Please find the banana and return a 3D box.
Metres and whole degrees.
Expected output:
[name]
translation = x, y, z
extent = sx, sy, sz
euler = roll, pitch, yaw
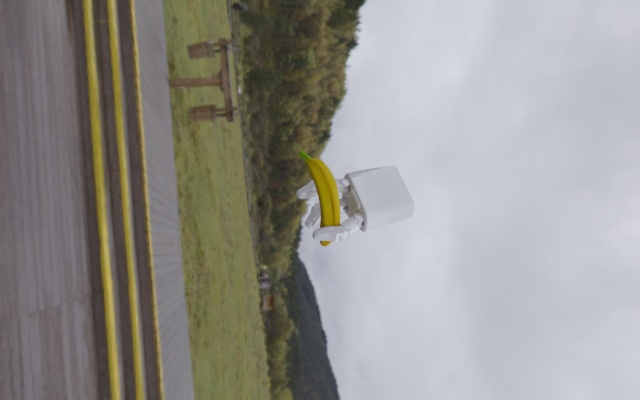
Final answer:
[banana]
translation = 0.009, 0.005, 0.869
extent = 0.037, 0.198, 0.069
euler = -22, 26, -23
